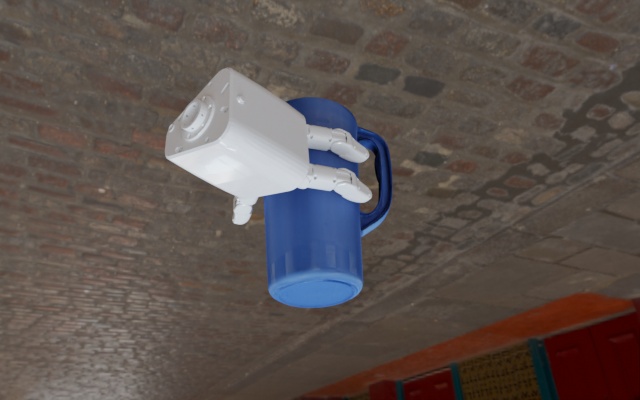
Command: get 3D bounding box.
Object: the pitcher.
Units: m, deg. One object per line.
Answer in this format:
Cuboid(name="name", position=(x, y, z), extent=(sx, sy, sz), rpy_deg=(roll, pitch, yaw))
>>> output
Cuboid(name="pitcher", position=(0.000, 0.002, 0.596), extent=(0.149, 0.242, 0.145), rpy_deg=(-25, -37, 32))
